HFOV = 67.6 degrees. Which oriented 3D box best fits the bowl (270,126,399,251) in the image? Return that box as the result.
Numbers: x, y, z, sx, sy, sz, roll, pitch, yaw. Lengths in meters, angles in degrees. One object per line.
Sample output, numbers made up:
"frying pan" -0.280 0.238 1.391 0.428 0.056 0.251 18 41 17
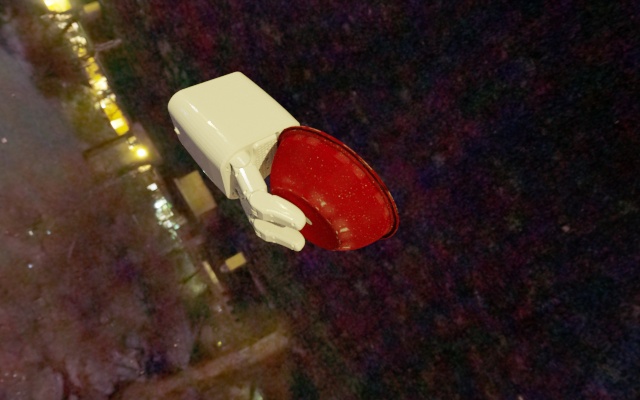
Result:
"bowl" 0.001 0.003 0.499 0.055 0.162 0.162 -48 24 -23
